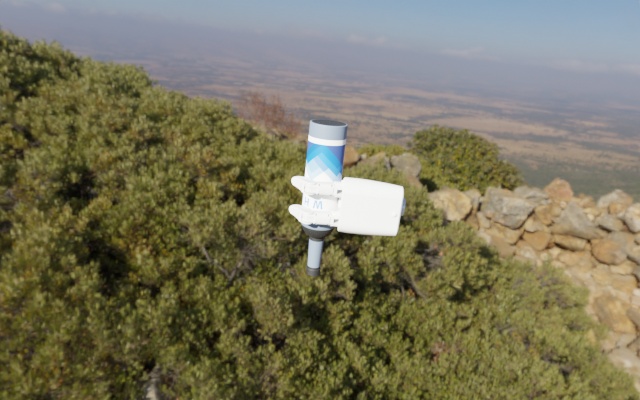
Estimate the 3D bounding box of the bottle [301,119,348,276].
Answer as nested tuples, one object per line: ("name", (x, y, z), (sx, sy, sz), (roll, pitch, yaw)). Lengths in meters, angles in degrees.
("bottle", (0.000, 0.003, 0.881), (0.069, 0.296, 0.069), (5, 19, -2))
